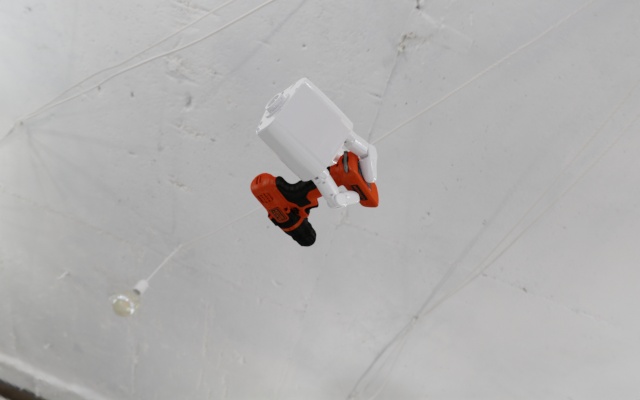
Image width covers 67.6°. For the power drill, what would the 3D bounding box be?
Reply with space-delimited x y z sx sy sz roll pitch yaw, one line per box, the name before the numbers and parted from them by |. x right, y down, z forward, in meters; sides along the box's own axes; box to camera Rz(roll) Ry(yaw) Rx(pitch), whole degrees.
power drill | 0.000 0.002 0.814 0.188 0.057 0.184 -20 -45 19
